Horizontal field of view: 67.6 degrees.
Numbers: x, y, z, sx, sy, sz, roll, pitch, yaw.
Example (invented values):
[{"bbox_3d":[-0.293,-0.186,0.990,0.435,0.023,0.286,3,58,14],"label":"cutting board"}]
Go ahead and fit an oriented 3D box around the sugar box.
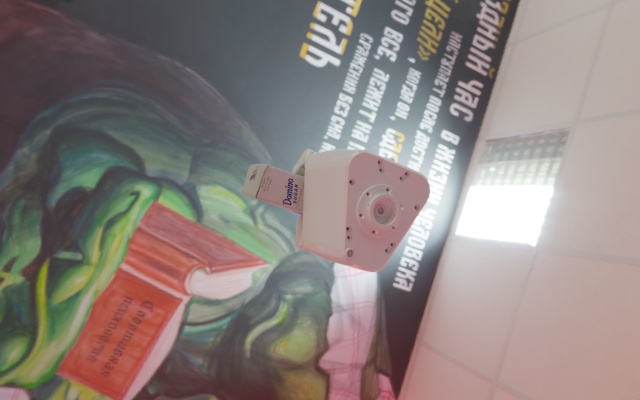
[{"bbox_3d":[0.000,0.001,0.576,0.176,0.048,0.093,21,-4,-20],"label":"sugar box"}]
